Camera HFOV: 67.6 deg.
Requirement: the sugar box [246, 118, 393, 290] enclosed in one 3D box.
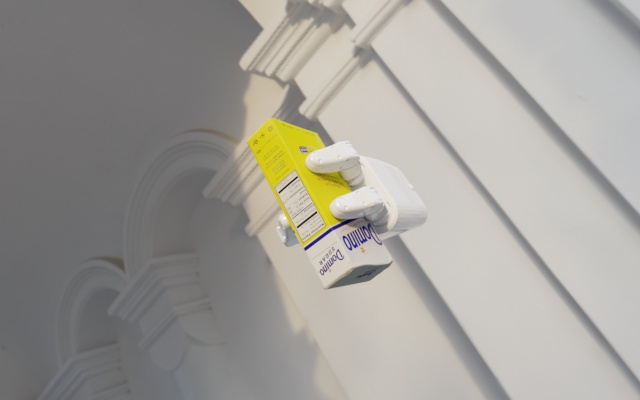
[{"bbox_3d":[0.000,0.001,0.490,0.048,0.176,0.093,-42,-23,23],"label":"sugar box"}]
